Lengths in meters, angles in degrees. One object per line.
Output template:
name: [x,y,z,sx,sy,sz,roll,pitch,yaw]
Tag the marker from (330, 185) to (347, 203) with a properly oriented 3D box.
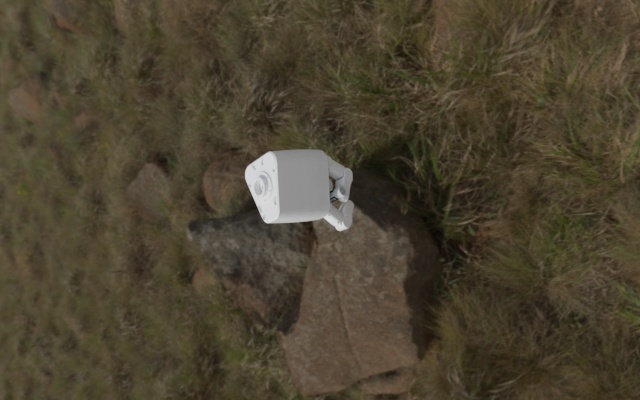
marker: [0.000,0.003,0.826,0.020,0.020,0.121,0,-18,-41]
